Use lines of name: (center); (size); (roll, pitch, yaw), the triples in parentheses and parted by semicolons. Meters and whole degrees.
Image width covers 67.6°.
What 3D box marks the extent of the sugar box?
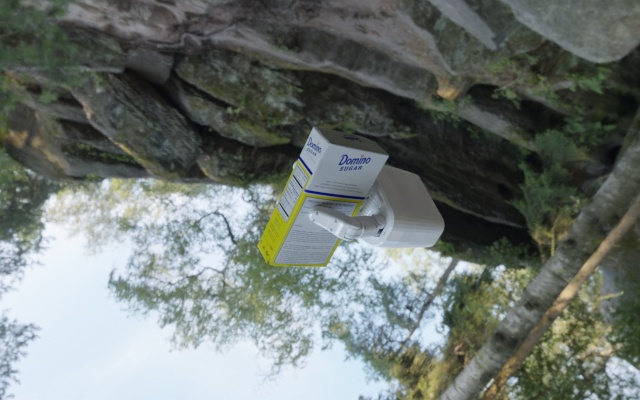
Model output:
sugar box: (0.000, 0.002, 0.576); (0.093, 0.176, 0.048); (7, 30, -37)
